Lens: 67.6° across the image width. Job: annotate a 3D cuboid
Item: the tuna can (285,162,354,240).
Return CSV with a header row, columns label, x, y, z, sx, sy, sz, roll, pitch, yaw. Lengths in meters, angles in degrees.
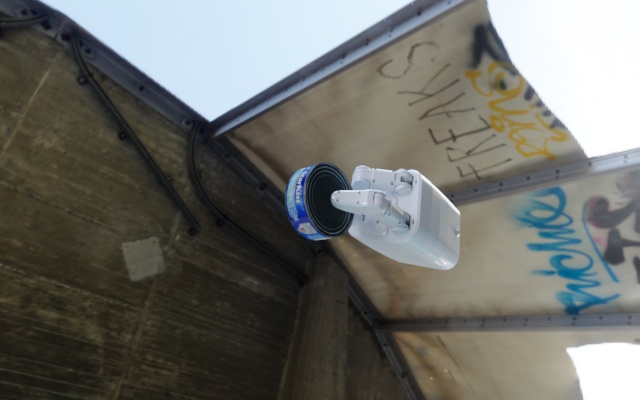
label,x,y,z,sx,sy,sz,roll,pitch,yaw
tuna can,0.000,0.002,0.541,0.034,0.086,0.086,-12,-8,40
